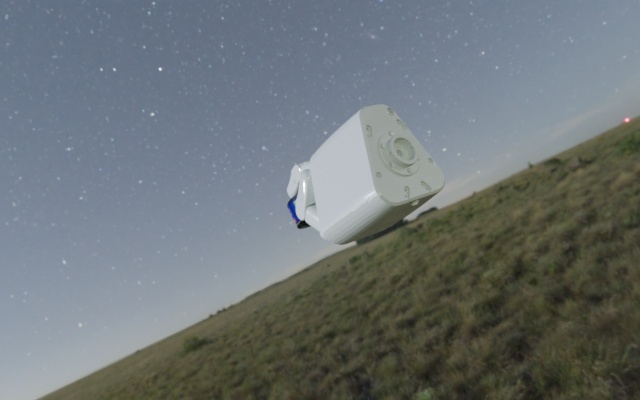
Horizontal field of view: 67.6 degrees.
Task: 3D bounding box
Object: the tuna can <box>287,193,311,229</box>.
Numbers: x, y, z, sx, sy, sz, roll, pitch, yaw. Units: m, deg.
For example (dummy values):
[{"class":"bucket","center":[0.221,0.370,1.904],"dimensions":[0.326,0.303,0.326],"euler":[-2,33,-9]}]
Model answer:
[{"class":"tuna can","center":[0.000,0.002,0.626],"dimensions":[0.086,0.033,0.086],"euler":[-27,-12,-6]}]
